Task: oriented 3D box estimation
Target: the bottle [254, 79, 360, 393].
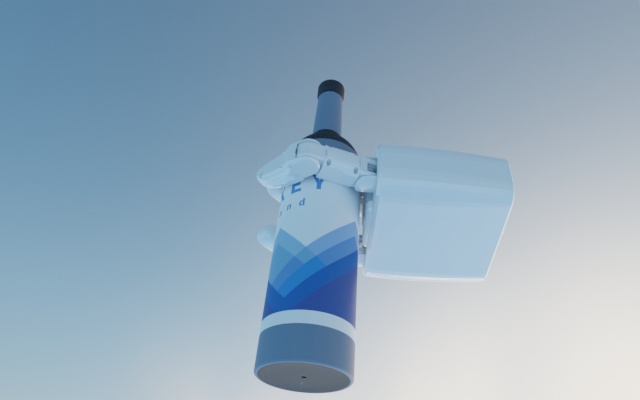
[{"bbox_3d":[0.000,0.002,0.403,0.069,0.295,0.069,3,-38,3],"label":"bottle"}]
